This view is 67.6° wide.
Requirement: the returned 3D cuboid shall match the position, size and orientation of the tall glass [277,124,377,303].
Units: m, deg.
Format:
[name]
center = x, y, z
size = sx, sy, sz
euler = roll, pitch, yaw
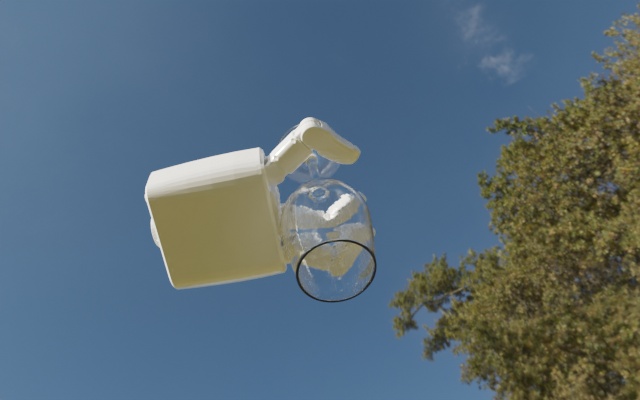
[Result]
[tall glass]
center = 0.000, 0.001, 0.440
size = 0.079, 0.079, 0.201
euler = 0, 32, -9
